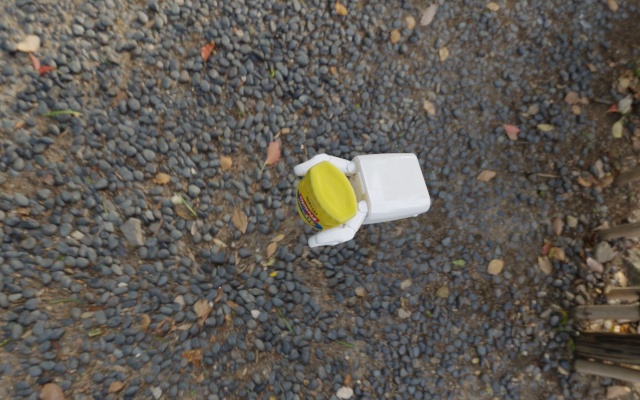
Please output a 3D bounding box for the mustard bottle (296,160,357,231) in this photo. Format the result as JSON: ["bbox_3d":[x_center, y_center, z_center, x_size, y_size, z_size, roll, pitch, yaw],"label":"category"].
[{"bbox_3d":[0.000,0.003,0.780,0.058,0.096,0.192,-31,-3,-15],"label":"mustard bottle"}]
